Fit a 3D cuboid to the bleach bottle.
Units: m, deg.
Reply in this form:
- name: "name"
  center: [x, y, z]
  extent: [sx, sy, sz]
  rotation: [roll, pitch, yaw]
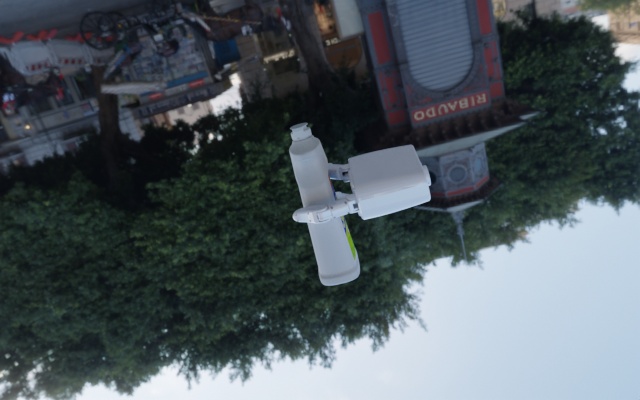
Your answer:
- name: "bleach bottle"
  center: [0.000, 0.003, 0.761]
  extent: [0.068, 0.251, 0.102]
  rotation: [-14, 19, 6]
